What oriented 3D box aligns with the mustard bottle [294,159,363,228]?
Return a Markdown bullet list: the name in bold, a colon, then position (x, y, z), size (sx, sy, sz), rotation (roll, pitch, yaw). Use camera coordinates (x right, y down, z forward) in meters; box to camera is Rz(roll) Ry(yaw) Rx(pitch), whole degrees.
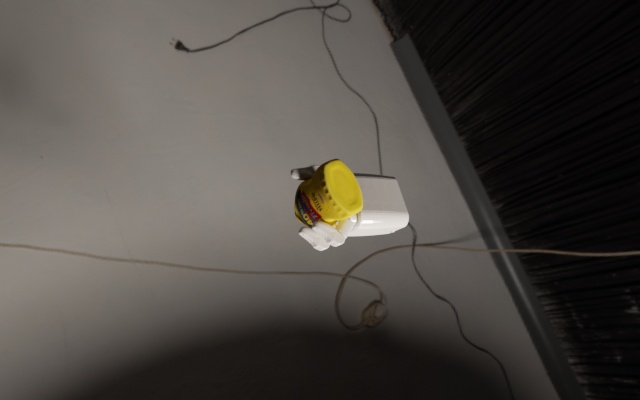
- **mustard bottle**: position (0.000, 0.003, 0.840), size (0.058, 0.096, 0.192), rotation (-26, -5, -28)
